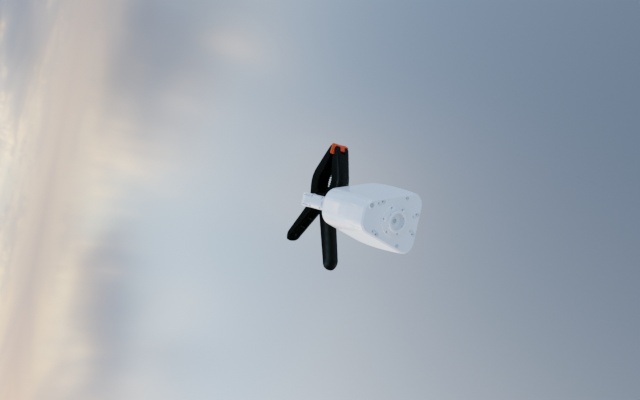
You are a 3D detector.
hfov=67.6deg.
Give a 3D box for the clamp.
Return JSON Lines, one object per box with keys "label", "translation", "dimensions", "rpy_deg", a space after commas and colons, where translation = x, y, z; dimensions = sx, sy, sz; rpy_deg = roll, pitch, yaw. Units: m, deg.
{"label": "clamp", "translation": [0.000, 0.002, 0.846], "dimensions": [0.036, 0.210, 0.164], "rpy_deg": [11, 2, -32]}
